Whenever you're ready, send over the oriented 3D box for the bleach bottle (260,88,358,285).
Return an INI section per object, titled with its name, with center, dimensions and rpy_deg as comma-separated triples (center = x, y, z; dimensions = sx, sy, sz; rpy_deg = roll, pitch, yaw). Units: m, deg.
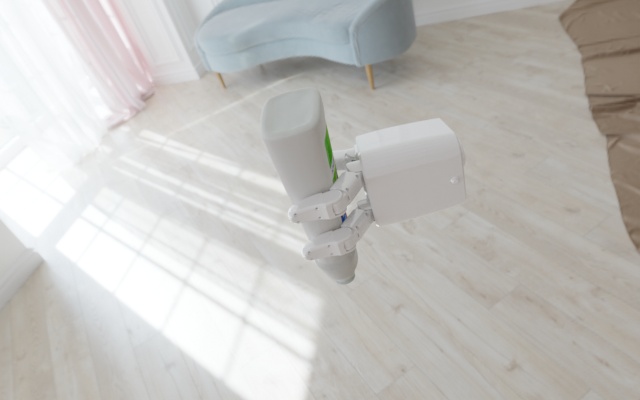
[bleach bottle]
center = 0.000, 0.002, 0.568
dimensions = 0.068, 0.251, 0.102
rpy_deg = -13, 38, 8
